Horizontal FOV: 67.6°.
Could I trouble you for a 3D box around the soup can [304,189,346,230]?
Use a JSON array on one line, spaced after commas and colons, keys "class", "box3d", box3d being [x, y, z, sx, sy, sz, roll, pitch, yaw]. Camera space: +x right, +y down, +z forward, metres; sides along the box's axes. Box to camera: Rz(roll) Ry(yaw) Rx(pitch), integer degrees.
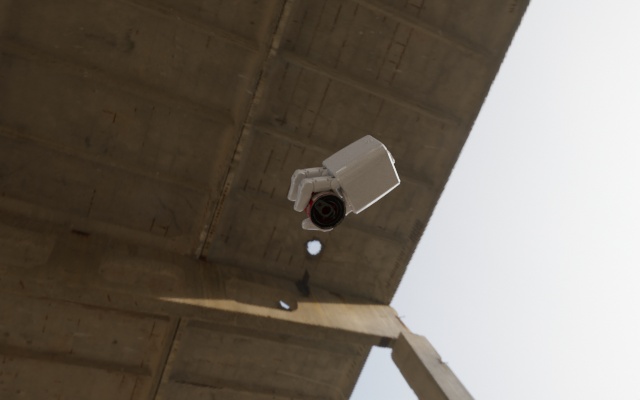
[{"class": "soup can", "box3d": [0.000, 0.003, 0.895, 0.068, 0.068, 0.102, 0, 21, -17]}]
